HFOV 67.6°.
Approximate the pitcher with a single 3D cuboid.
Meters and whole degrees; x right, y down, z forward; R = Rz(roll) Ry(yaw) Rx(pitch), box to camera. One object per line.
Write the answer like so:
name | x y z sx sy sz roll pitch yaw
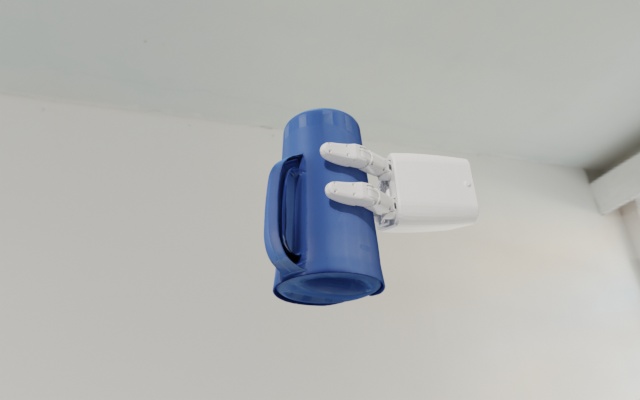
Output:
pitcher | 0.000 0.002 0.608 0.145 0.242 0.149 1 -27 -8
